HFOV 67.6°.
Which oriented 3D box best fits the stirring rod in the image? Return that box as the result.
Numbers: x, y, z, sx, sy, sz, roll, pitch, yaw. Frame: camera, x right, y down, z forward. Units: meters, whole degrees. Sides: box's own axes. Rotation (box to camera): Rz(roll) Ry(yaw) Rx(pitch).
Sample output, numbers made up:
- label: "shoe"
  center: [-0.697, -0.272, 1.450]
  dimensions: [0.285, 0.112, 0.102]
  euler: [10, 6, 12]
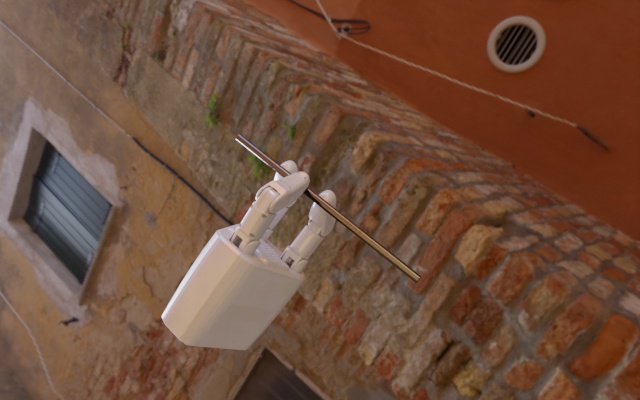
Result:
- label: "stirring rod"
  center: [0.000, 0.002, 0.472]
  dimensions: [0.239, 0.011, 0.011]
  euler: [38, 15, 21]
